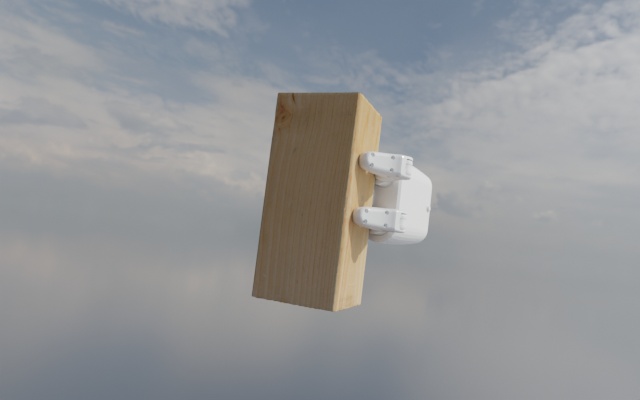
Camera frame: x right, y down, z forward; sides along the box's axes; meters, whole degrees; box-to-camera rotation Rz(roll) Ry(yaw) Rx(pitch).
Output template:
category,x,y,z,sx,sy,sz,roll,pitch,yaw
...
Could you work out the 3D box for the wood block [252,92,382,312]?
category,x,y,z,sx,sy,sz,roll,pitch,yaw
wood block,0.000,0.002,0.498,0.091,0.206,0.090,5,-5,22
